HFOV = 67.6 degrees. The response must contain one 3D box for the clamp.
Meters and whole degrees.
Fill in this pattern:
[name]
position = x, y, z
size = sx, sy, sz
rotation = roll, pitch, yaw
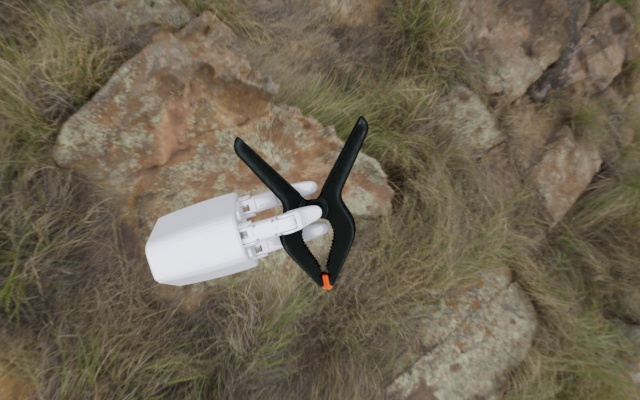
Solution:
[clamp]
position = 0.000, 0.003, 0.587
size = 0.164, 0.210, 0.036
rotation = -16, 4, 1
